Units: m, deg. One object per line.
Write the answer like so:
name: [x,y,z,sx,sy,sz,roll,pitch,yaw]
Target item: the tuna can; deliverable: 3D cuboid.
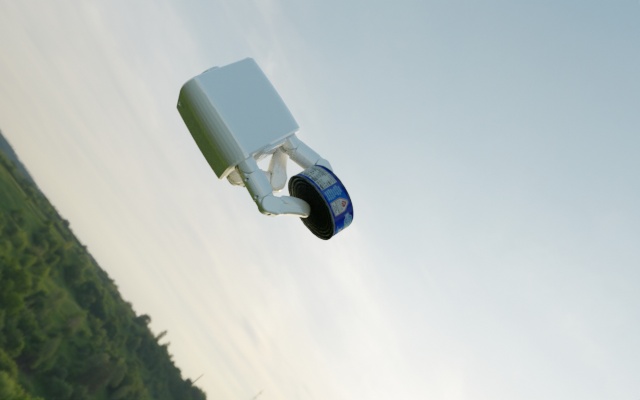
tuna can: [0.001,0.002,0.562,0.033,0.086,0.086,-31,14,-25]
